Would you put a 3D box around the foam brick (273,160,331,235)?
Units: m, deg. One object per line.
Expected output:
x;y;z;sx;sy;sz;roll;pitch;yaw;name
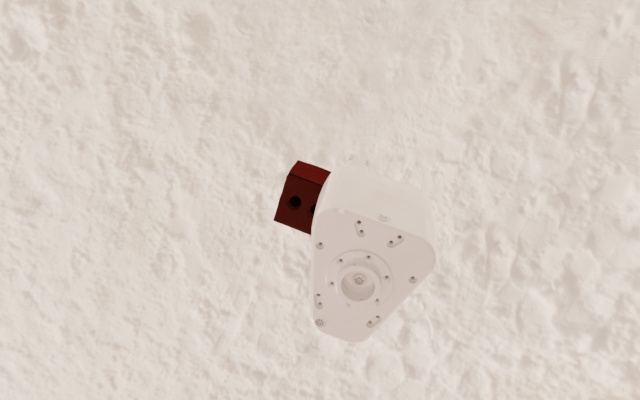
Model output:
0.000;0.002;0.473;0.078;0.053;0.051;20;22;2;foam brick
